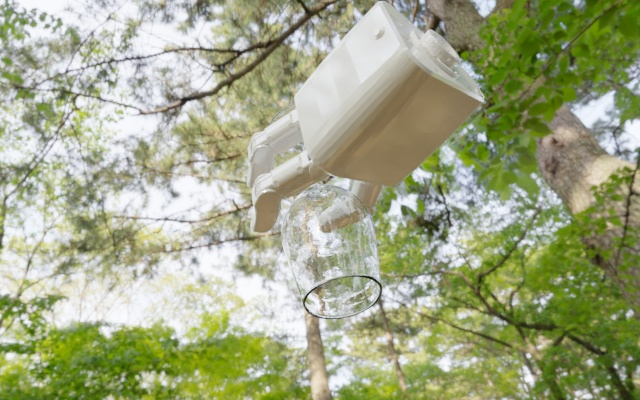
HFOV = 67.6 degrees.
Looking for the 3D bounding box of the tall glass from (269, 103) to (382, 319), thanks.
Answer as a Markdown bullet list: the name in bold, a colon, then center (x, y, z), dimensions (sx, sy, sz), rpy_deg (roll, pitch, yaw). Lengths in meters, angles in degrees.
- **tall glass**: center (0.000, 0.001, 0.426), dimensions (0.079, 0.200, 0.079), rpy_deg (-7, -41, -6)
